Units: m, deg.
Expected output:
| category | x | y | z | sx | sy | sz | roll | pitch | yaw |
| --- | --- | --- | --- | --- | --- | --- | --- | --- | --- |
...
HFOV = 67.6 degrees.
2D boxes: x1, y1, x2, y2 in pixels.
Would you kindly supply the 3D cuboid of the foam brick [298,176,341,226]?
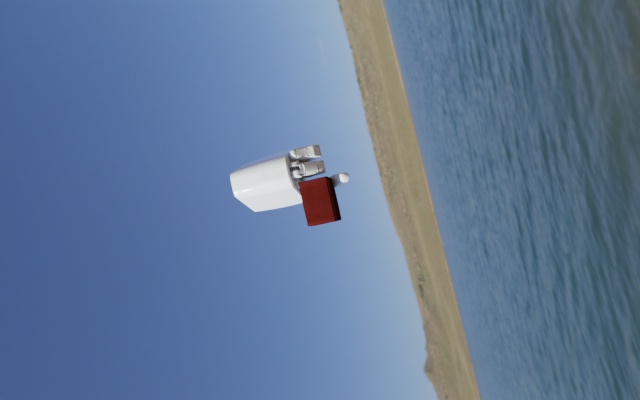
| category | x | y | z | sx | sy | sz | roll | pitch | yaw |
| --- | --- | --- | --- | --- | --- | --- | --- | --- | --- |
| foam brick | 0.000 | 0.003 | 0.818 | 0.051 | 0.078 | 0.053 | -14 | -5 | 11 |
